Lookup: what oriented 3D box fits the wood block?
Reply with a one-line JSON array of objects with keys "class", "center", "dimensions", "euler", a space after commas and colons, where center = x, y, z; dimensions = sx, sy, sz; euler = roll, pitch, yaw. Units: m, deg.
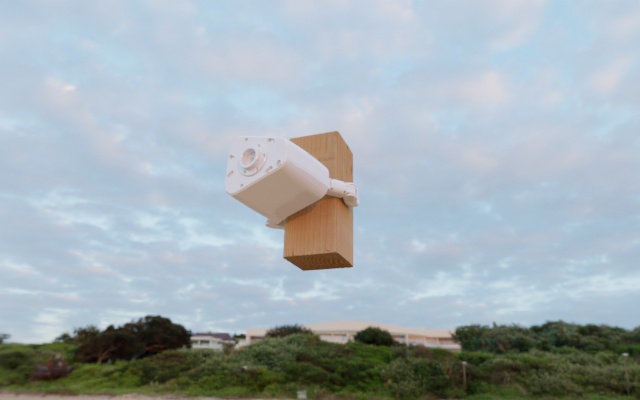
[{"class": "wood block", "center": [0.000, 0.002, 0.783], "dimensions": [0.091, 0.206, 0.090], "euler": [-7, -24, 19]}]
